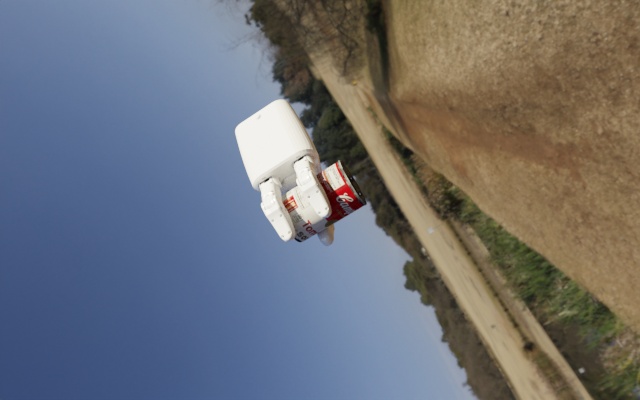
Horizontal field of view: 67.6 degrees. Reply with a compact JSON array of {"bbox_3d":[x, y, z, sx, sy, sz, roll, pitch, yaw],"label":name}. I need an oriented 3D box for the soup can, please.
[{"bbox_3d":[0.000,0.003,0.628,0.102,0.068,0.068,-31,-6,10],"label":"soup can"}]
